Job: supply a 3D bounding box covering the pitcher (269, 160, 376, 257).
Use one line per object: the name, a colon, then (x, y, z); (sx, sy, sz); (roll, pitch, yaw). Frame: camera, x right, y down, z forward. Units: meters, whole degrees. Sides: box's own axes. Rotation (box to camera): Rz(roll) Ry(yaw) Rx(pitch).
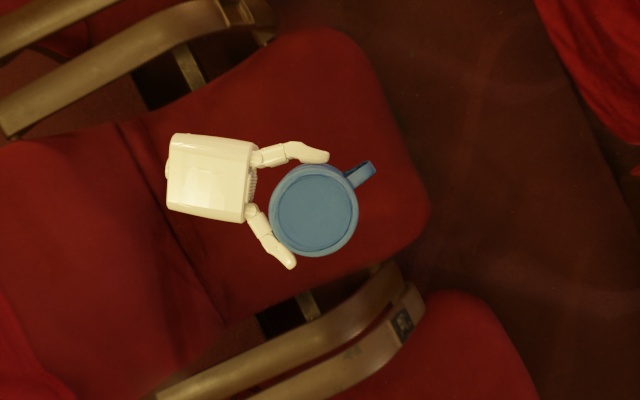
pitcher: (0.000, 0.002, 0.676); (0.145, 0.149, 0.243); (12, 3, -1)
